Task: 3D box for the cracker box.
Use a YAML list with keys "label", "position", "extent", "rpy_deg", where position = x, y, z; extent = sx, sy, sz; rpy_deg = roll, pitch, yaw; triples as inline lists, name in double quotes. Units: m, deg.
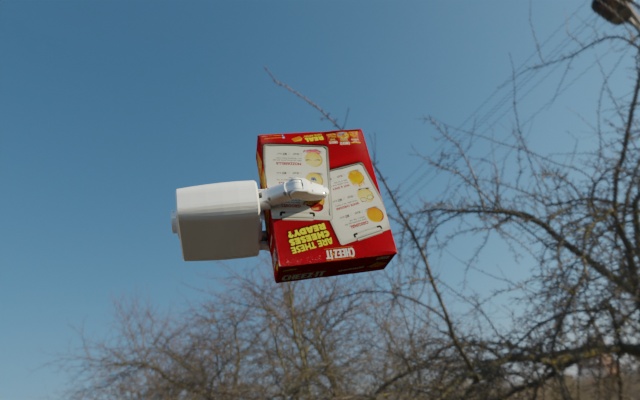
- label: "cracker box"
  position: [0.000, 0.002, 0.695]
  extent: [0.164, 0.213, 0.072]
  rpy_deg: [-5, -29, -13]
